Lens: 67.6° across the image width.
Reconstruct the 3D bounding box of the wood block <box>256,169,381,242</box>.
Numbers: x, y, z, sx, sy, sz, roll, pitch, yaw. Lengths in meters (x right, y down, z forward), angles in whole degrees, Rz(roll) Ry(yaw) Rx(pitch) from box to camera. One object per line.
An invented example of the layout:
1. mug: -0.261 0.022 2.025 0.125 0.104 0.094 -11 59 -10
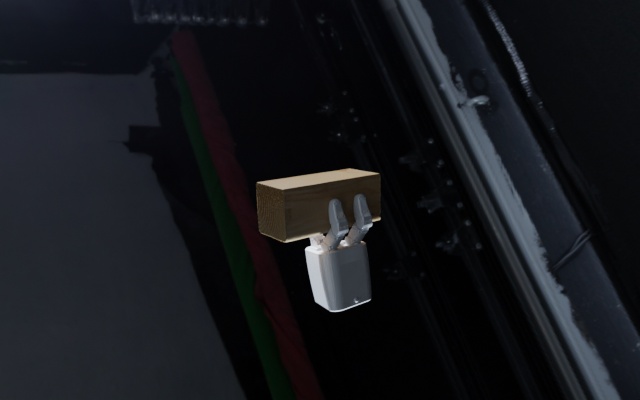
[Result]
1. wood block: 0.000 0.003 0.843 0.206 0.090 0.091 -11 15 -35
